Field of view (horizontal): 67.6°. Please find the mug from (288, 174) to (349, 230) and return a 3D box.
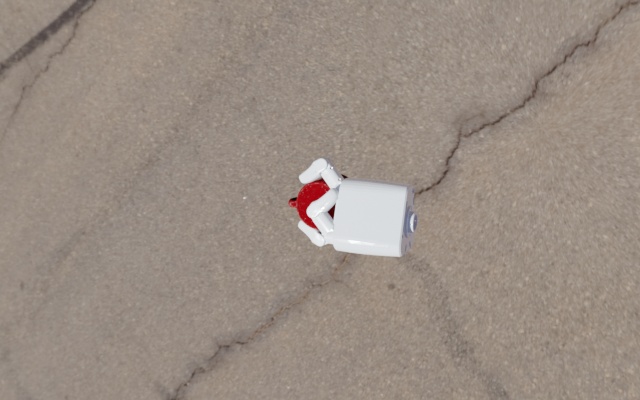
[{"bbox_3d":[-0.001,0.003,0.815,0.117,0.093,0.081,4,10,24],"label":"mug"}]
